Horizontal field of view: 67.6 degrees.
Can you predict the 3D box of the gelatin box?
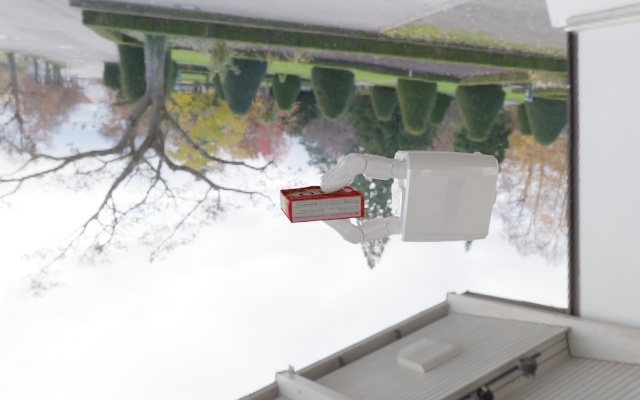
[{"bbox_3d":[0.000,0.002,0.569,0.089,0.030,0.073,-5,13,-12],"label":"gelatin box"}]
